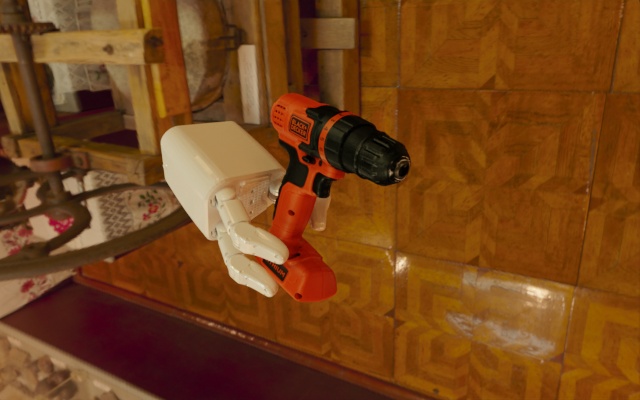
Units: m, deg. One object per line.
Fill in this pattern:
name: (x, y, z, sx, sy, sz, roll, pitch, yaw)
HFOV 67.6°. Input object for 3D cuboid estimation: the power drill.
power drill: (0.000, 0.002, 0.471, 0.057, 0.188, 0.184, 0, 24, -36)
